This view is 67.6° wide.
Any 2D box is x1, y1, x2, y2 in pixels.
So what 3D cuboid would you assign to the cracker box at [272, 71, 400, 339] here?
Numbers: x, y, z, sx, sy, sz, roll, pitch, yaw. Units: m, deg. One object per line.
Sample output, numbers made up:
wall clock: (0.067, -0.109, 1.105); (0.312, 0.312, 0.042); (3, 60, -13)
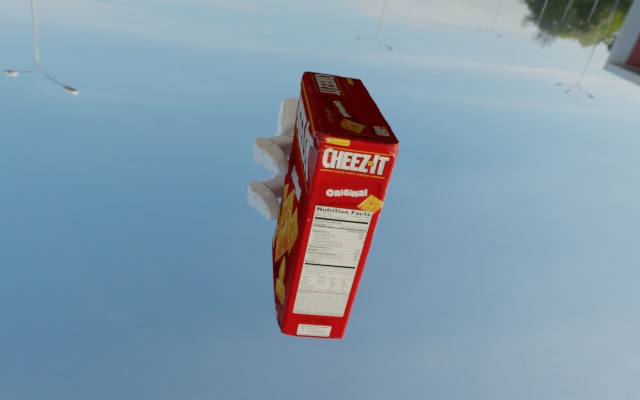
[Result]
cracker box: (0.000, 0.002, 0.475); (0.072, 0.214, 0.164); (5, 30, -11)
